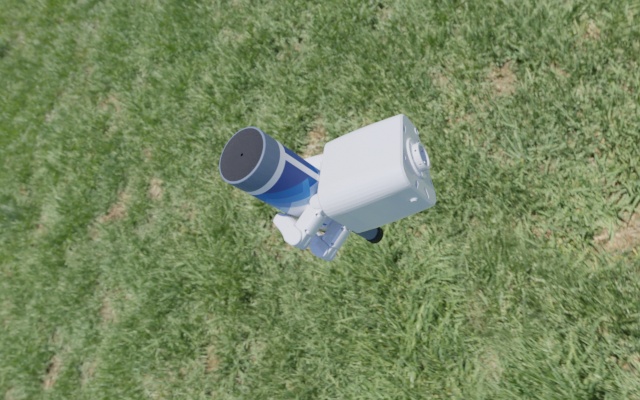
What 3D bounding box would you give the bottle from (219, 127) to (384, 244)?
[{"bbox_3d":[0.000,0.002,0.613,0.069,0.069,0.296,0,-20,37],"label":"bottle"}]
